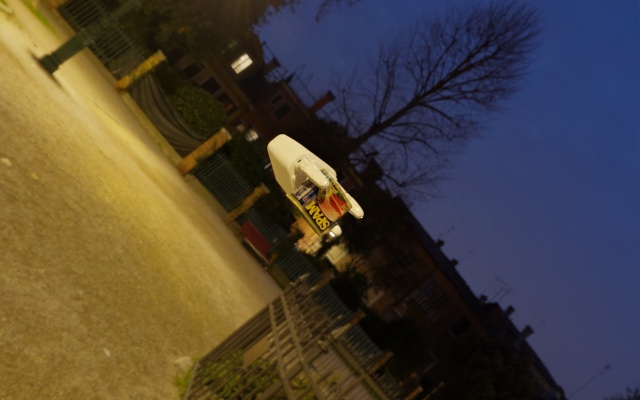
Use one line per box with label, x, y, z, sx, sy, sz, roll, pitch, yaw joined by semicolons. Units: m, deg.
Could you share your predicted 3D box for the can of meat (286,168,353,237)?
can of meat;0.000;0.003;0.880;0.084;0.102;0.057;-40;38;-7
